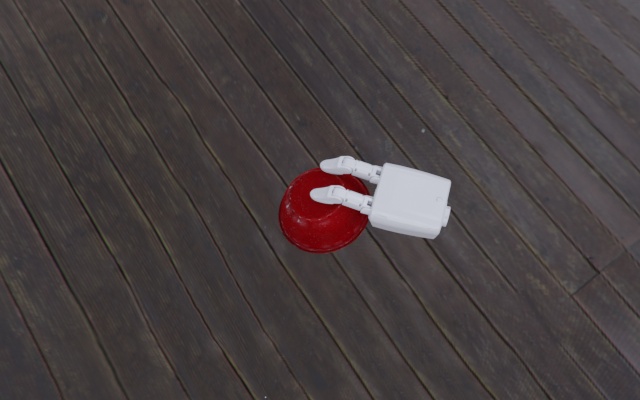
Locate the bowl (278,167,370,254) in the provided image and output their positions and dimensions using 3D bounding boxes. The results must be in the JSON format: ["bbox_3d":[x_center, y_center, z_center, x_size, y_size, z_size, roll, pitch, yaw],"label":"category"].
[{"bbox_3d":[-0.001,0.002,0.782,0.162,0.162,0.055,0,-28,16],"label":"bowl"}]
